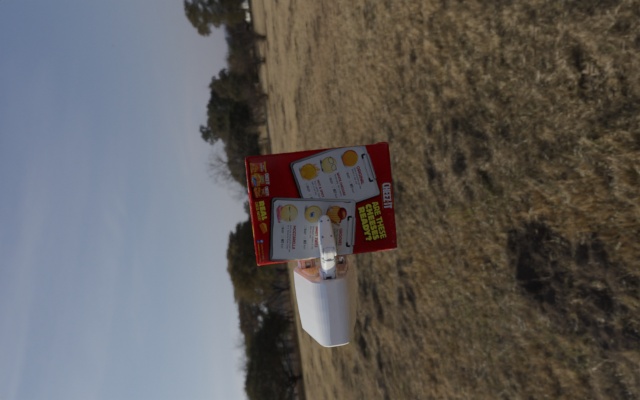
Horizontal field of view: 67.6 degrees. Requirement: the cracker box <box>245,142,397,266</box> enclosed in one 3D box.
[{"bbox_3d":[0.000,0.002,0.733,0.213,0.164,0.072,-7,8,-6],"label":"cracker box"}]
